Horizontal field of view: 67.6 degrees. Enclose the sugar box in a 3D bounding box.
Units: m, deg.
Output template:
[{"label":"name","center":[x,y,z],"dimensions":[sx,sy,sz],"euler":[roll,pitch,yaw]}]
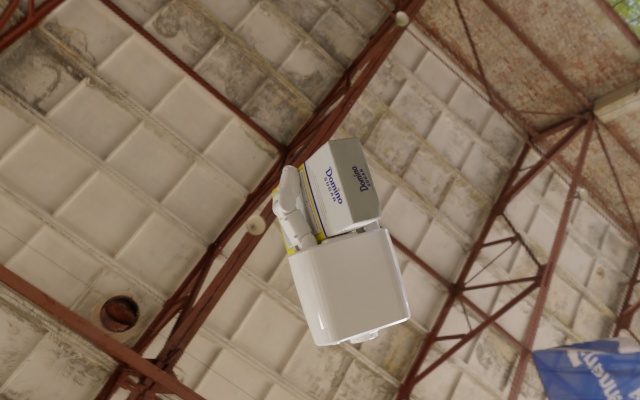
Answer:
[{"label":"sugar box","center":[0.001,0.002,0.563],"dimensions":[0.048,0.093,0.176],"euler":[-11,-11,-31]}]
